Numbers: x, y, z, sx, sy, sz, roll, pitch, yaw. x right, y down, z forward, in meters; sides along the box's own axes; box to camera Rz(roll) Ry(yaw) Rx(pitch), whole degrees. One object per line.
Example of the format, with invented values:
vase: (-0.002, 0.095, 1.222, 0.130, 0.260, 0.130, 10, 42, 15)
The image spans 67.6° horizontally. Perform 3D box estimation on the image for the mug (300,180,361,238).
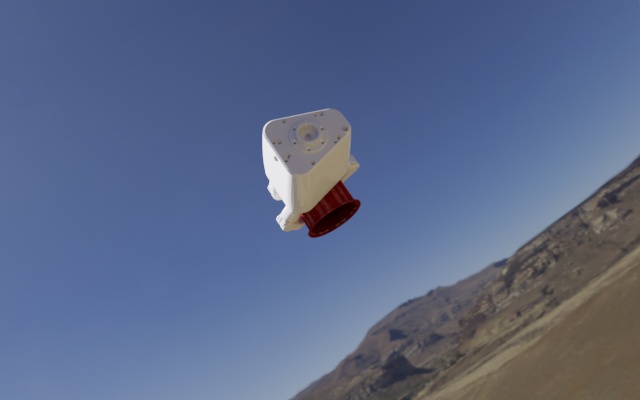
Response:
mug: (0.000, 0.003, 0.739, 0.093, 0.081, 0.117, -29, -20, -15)
